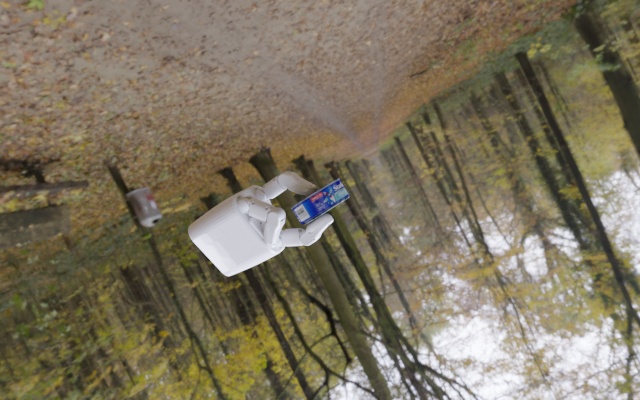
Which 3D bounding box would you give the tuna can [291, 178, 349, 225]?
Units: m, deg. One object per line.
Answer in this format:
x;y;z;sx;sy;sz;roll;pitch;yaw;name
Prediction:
0.000;0.003;0.717;0.086;0.034;0.086;-32;-1;0;tuna can
